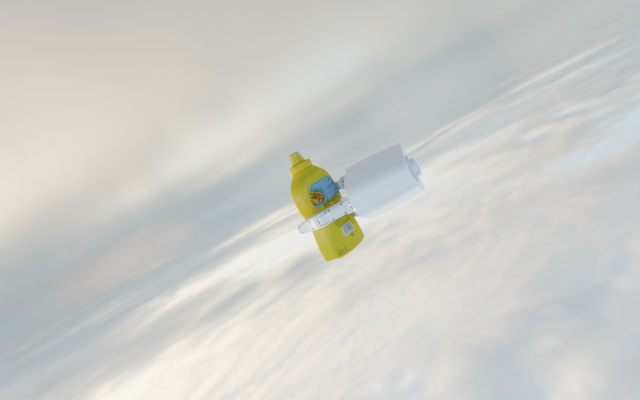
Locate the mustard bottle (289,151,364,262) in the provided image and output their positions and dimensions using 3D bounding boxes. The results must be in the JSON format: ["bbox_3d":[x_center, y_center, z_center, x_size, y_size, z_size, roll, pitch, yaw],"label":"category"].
[{"bbox_3d":[0.000,0.003,0.822,0.058,0.191,0.096,-24,7,41],"label":"mustard bottle"}]
